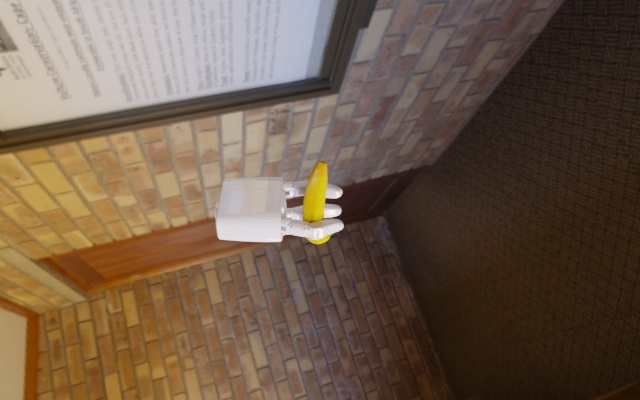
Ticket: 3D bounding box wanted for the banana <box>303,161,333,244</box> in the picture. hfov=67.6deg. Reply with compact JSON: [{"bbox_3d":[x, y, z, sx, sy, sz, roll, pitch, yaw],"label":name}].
[{"bbox_3d":[-0.006,0.019,0.803,0.037,0.069,0.198,14,-35,15],"label":"banana"}]
